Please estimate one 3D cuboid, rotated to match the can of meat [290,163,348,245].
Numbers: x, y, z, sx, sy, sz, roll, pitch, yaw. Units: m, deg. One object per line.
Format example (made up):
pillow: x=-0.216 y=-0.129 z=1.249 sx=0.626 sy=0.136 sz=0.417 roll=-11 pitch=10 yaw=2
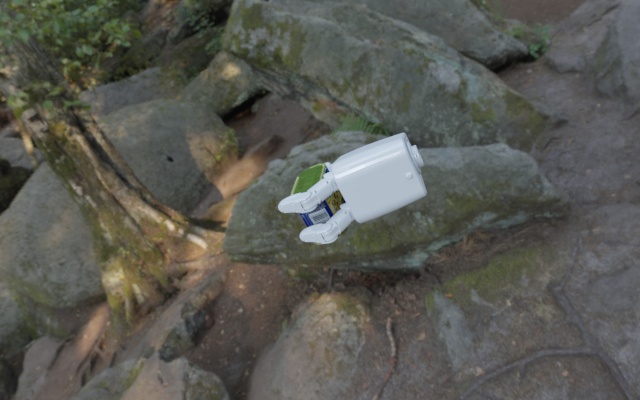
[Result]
can of meat: x=0.000 y=0.002 z=0.728 sx=0.057 sy=0.084 sz=0.102 roll=-21 pitch=25 yaw=18
